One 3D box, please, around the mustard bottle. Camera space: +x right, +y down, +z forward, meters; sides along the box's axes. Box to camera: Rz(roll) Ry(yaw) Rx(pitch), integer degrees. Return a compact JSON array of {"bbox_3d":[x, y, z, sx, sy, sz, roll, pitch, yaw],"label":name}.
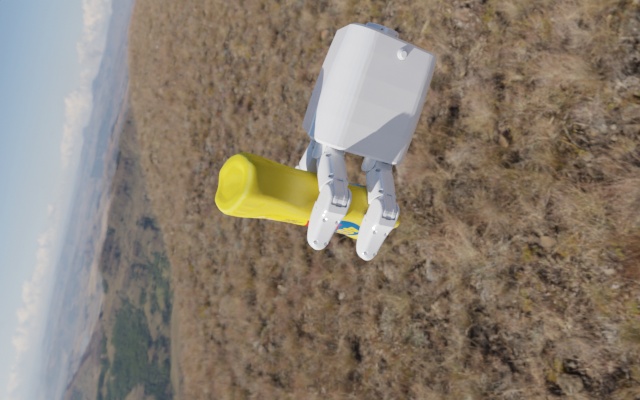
[{"bbox_3d":[0.000,0.002,0.476,0.191,0.058,0.096,12,-10,-28],"label":"mustard bottle"}]
